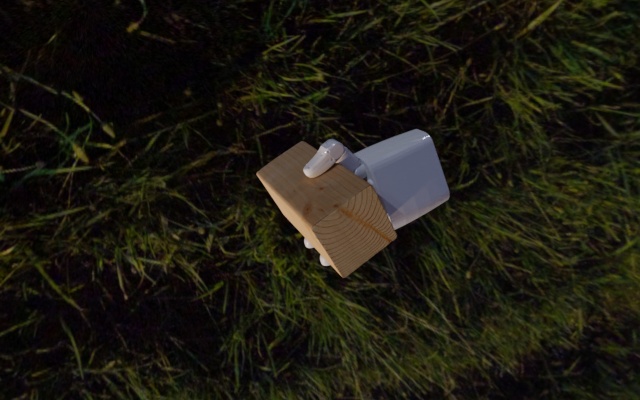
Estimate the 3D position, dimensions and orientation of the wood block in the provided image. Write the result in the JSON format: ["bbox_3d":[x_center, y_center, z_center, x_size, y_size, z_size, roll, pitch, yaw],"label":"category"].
[{"bbox_3d":[0.000,0.002,0.651,0.090,0.091,0.206,-36,32,-9],"label":"wood block"}]
